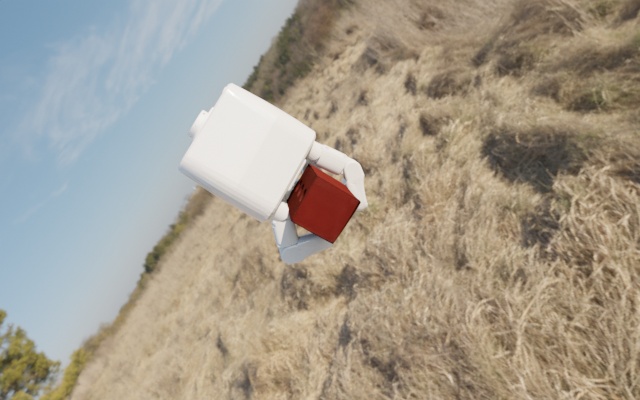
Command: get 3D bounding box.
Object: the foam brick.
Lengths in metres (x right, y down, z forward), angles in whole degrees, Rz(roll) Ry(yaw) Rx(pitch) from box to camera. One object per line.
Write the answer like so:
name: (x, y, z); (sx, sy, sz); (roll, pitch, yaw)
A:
foam brick: (0.000, 0.002, 0.497); (0.051, 0.053, 0.078); (30, 7, -14)
